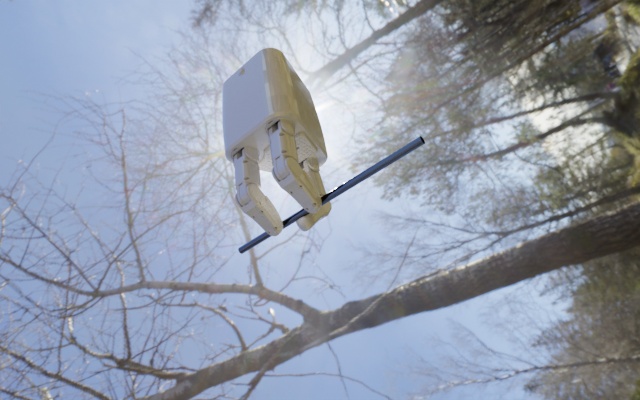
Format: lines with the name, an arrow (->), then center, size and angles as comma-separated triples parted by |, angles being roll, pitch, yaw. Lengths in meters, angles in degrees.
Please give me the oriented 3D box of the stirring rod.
stirring rod -> 0.000, 0.001, 0.478 | 0.239, 0.011, 0.011 | -31, -17, 29
